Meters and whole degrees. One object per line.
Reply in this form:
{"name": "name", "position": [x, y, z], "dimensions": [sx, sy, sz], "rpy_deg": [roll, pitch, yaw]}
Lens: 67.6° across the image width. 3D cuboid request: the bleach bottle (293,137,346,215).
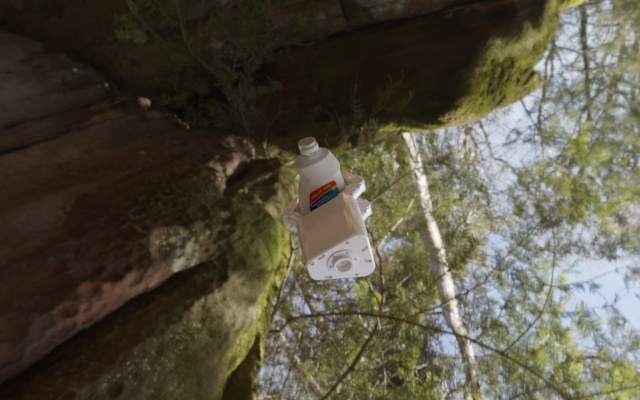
{"name": "bleach bottle", "position": [0.000, 0.003, 0.851], "dimensions": [0.102, 0.251, 0.068], "rpy_deg": [-16, 36, 2]}
